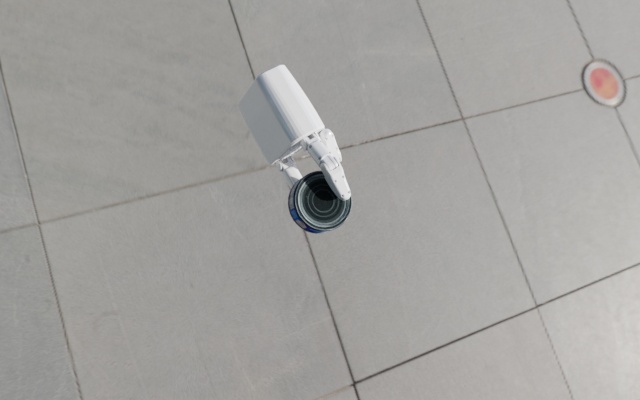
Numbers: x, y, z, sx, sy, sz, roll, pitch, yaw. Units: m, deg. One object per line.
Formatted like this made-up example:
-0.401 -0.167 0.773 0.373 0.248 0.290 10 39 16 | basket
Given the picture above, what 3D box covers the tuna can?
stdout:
0.000 0.002 0.663 0.086 0.086 0.034 0 -8 -18 | tuna can
